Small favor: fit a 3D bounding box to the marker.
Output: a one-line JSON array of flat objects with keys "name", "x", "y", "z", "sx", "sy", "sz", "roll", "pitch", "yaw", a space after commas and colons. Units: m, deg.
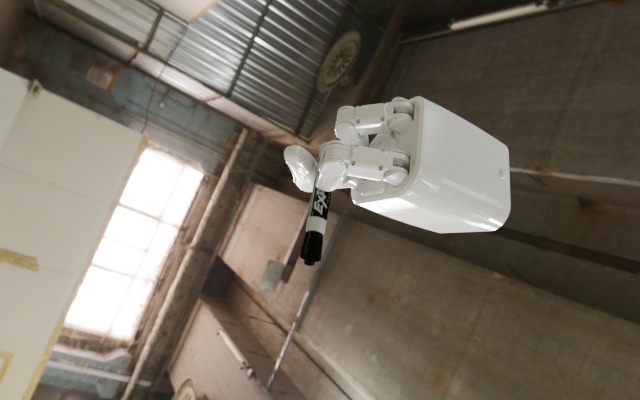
[{"name": "marker", "x": 0.000, "y": 0.001, "z": 0.435, "sx": 0.020, "sy": 0.121, "sz": 0.020, "roll": 8, "pitch": -27, "yaw": 4}]
